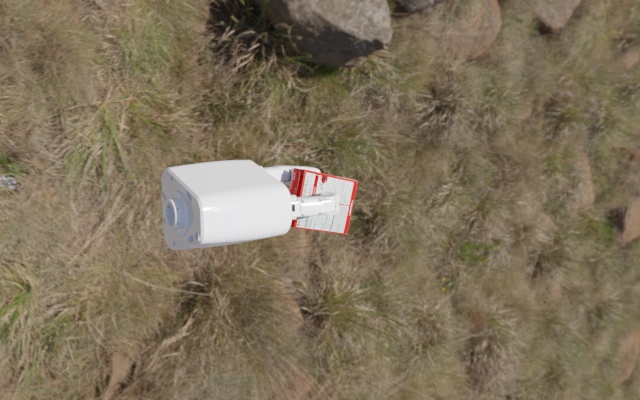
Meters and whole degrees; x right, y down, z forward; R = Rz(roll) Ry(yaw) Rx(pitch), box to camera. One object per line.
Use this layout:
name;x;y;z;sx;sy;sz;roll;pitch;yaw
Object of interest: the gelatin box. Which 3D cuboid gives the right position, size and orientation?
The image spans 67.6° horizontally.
gelatin box;0.001;0.002;0.613;0.089;0.073;0.030;10;2;-36
